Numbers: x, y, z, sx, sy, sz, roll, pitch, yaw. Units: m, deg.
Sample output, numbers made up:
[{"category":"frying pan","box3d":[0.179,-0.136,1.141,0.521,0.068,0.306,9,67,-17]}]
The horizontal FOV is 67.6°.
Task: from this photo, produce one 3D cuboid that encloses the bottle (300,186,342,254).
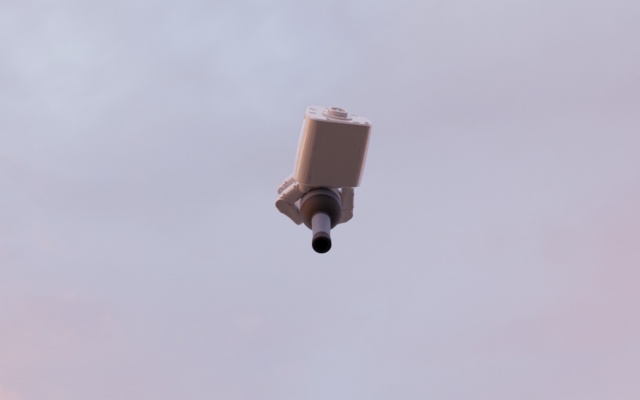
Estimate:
[{"category":"bottle","box3d":[0.000,0.003,0.779,0.069,0.069,0.295,0,23,-1]}]
